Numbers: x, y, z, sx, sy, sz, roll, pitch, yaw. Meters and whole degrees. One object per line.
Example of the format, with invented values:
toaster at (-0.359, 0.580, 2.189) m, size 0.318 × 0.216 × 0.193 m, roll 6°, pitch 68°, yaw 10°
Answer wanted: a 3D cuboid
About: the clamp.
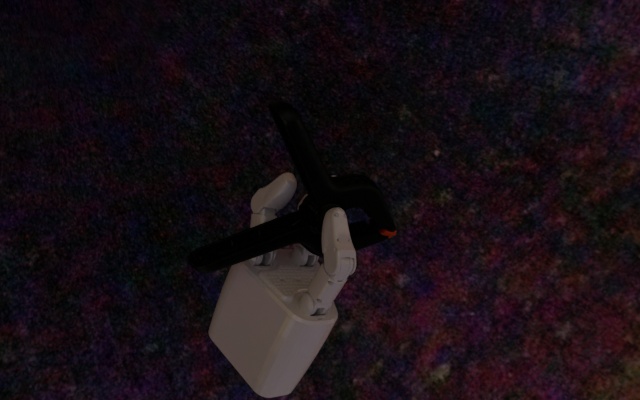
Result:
clamp at (0.001, 0.002, 0.444) m, size 0.210 × 0.165 × 0.036 m, roll 7°, pitch 30°, yaw -38°
